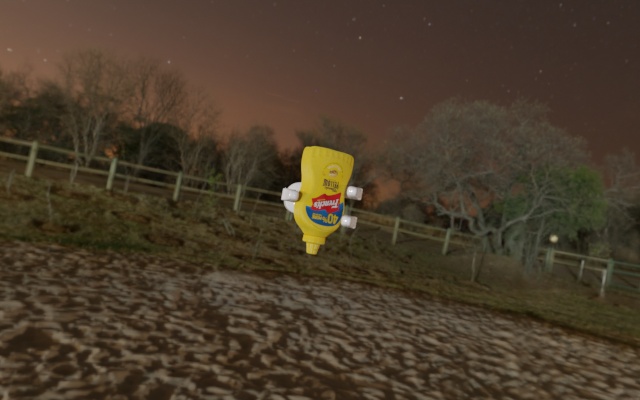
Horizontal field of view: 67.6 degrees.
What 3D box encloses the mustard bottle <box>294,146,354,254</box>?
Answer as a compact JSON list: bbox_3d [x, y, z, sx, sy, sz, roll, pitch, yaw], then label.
[{"bbox_3d":[0.000,0.003,0.874,0.096,0.191,0.058,12,-2,-32],"label":"mustard bottle"}]
